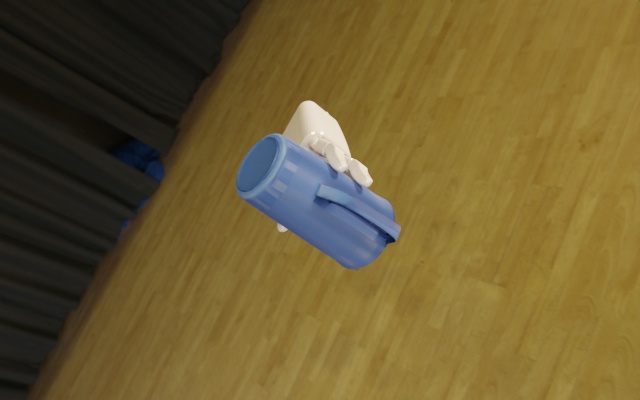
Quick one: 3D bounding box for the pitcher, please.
[{"bbox_3d":[0.000,0.002,0.733,0.149,0.145,0.243,-38,-51,25],"label":"pitcher"}]
